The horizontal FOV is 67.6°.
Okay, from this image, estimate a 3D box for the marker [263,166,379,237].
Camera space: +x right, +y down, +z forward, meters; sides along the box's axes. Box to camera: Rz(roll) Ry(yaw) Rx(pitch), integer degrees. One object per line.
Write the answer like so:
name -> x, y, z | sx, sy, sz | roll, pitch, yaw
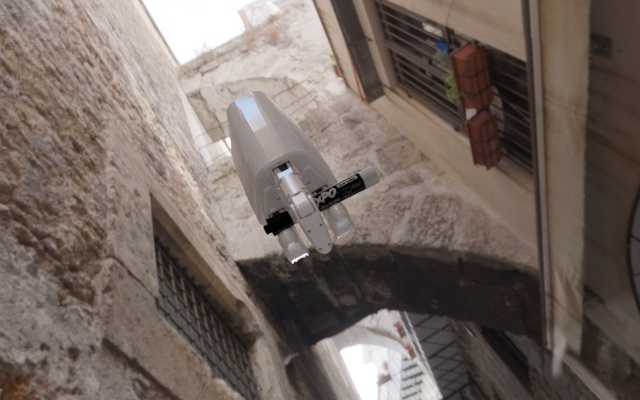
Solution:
marker -> 0.000, 0.002, 0.463 | 0.121, 0.020, 0.020 | -27, 2, -4
